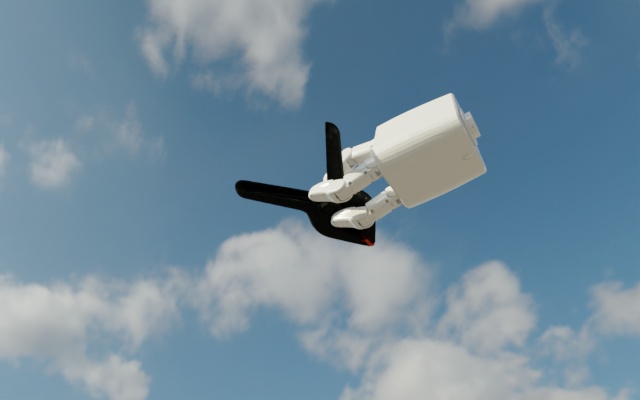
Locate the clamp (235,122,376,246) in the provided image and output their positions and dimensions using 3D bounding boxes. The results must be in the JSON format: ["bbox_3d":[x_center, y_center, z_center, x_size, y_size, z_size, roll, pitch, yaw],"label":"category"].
[{"bbox_3d":[0.001,0.002,0.648,0.164,0.036,0.210,-24,-50,23],"label":"clamp"}]
